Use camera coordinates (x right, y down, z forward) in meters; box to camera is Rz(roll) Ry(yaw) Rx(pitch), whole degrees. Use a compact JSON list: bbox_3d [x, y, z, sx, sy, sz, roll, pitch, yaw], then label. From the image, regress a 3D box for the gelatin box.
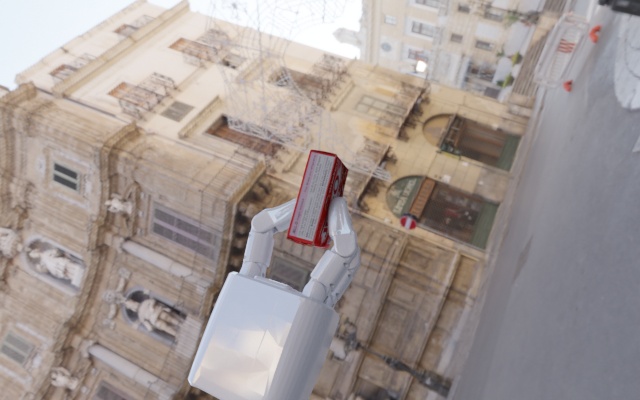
[{"bbox_3d":[0.000,0.001,0.471,0.030,0.089,0.073,13,-4,13],"label":"gelatin box"}]
